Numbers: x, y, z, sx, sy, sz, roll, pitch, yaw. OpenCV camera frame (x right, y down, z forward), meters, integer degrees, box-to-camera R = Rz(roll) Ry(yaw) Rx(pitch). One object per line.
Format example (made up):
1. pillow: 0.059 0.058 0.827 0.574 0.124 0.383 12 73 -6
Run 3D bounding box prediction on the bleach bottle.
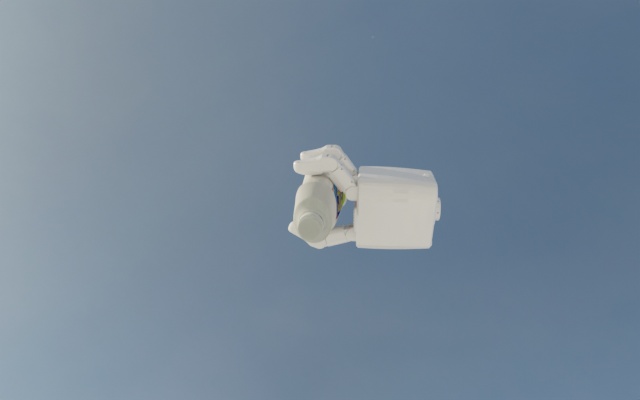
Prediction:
1. bleach bottle: 0.000 0.002 0.690 0.068 0.103 0.250 2 19 6
